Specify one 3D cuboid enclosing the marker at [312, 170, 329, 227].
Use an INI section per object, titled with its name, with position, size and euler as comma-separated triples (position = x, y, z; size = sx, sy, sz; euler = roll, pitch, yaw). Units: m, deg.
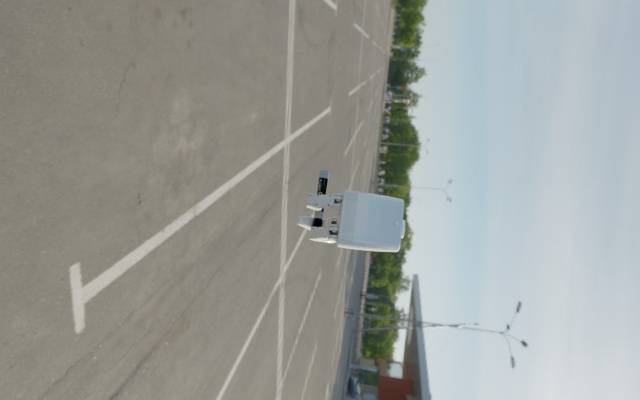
[marker]
position = 0.000, 0.003, 0.897
size = 0.020, 0.121, 0.020
euler = 7, -12, 2
